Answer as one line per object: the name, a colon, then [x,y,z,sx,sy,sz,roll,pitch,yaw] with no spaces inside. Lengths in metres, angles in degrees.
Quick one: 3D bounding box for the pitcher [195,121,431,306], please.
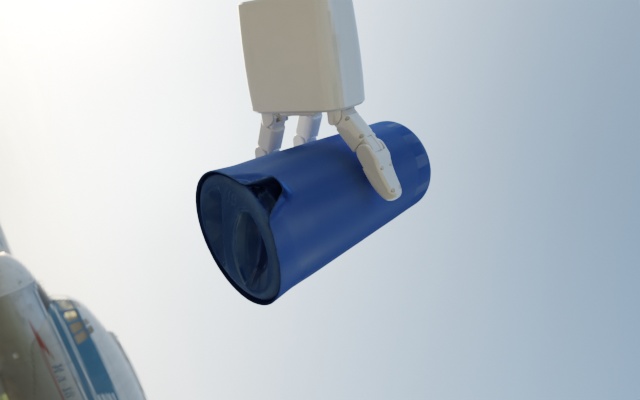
pitcher: [0.000,0.002,0.510,0.243,0.145,0.149,-25,25,-37]
